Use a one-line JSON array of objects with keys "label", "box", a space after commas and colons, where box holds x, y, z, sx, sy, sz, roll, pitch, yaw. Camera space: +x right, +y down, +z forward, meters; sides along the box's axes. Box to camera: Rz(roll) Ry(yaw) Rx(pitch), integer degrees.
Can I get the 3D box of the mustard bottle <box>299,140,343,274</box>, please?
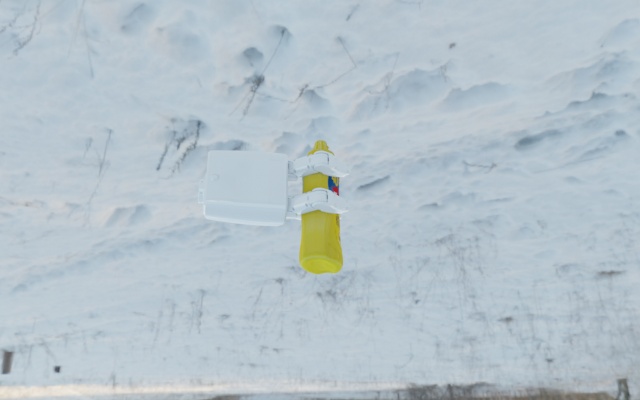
[{"label": "mustard bottle", "box": [0.000, 0.002, 0.678, 0.058, 0.191, 0.096, -5, -22, 11]}]
